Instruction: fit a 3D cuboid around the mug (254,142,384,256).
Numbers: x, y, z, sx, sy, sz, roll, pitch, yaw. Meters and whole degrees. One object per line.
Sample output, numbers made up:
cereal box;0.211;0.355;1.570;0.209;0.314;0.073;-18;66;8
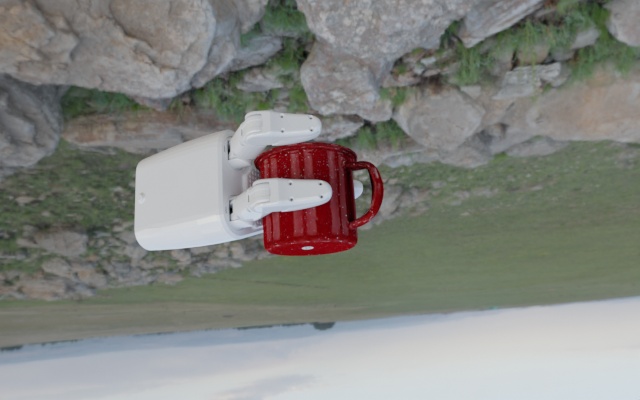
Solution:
mug;0.001;0.001;0.414;0.117;0.081;0.093;-11;-16;26
